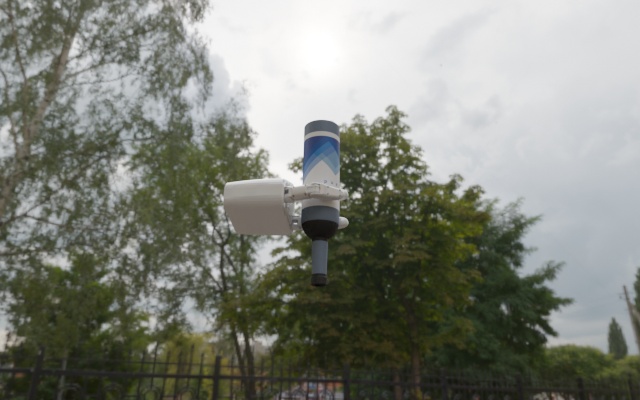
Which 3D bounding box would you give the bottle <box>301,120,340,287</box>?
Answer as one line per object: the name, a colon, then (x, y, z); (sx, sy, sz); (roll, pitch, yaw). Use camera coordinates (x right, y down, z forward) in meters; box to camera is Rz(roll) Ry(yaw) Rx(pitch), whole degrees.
bottle: (0.000, 0.002, 0.840); (0.069, 0.295, 0.069); (1, -21, 0)
